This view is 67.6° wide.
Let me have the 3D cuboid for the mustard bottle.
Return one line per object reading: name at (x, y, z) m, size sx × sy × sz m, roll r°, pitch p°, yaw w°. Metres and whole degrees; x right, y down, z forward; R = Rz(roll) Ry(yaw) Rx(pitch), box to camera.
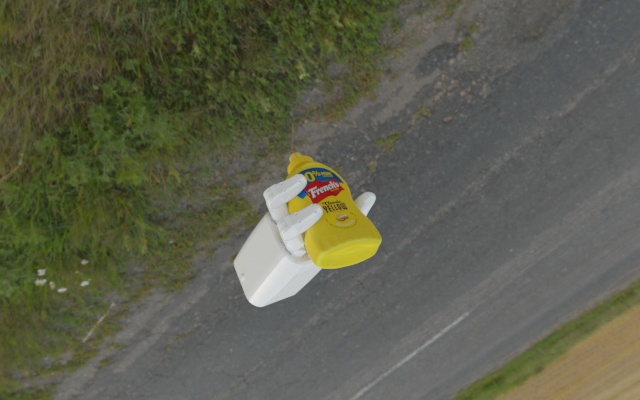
mustard bottle at (0.000, 0.002, 0.663) m, size 0.096 × 0.191 × 0.058 m, roll -10°, pitch -40°, yaw -26°
